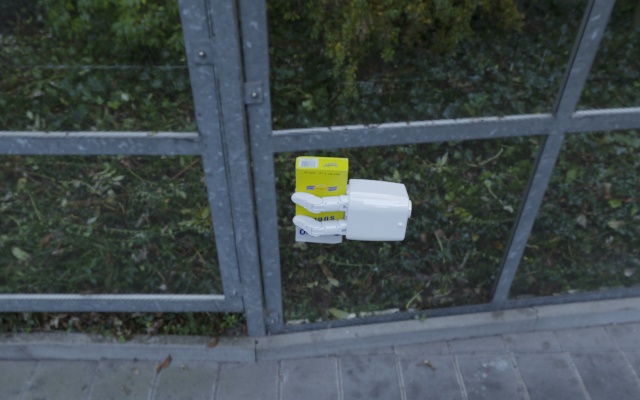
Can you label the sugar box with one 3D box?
[{"bbox_3d":[0.000,0.003,0.889,0.093,0.176,0.048,3,37,2],"label":"sugar box"}]
